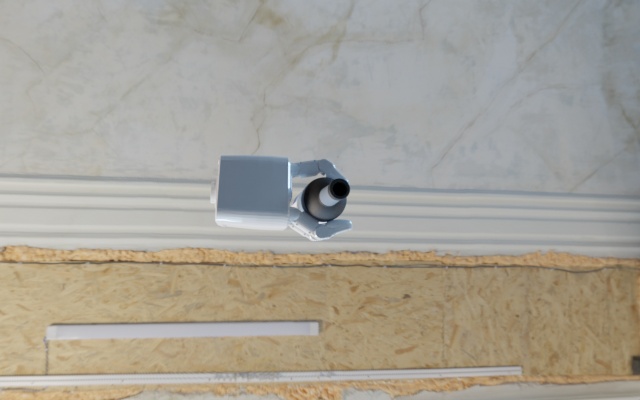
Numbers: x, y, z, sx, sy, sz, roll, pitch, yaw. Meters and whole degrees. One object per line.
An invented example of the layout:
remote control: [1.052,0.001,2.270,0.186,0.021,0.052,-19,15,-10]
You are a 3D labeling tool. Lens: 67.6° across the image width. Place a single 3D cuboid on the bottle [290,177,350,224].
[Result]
bottle: [0.000,0.002,0.747,0.069,0.069,0.296,0,-7,-10]
